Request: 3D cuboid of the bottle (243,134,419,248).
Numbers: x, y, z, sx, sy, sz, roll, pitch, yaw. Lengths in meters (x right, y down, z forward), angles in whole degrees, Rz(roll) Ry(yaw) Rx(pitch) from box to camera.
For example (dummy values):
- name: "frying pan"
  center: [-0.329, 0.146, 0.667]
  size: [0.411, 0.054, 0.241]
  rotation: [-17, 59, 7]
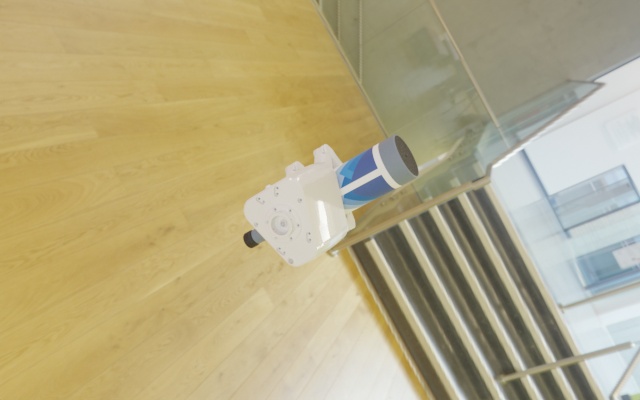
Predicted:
- name: "bottle"
  center: [0.000, 0.002, 0.710]
  size: [0.296, 0.069, 0.069]
  rotation: [-28, -13, 26]
